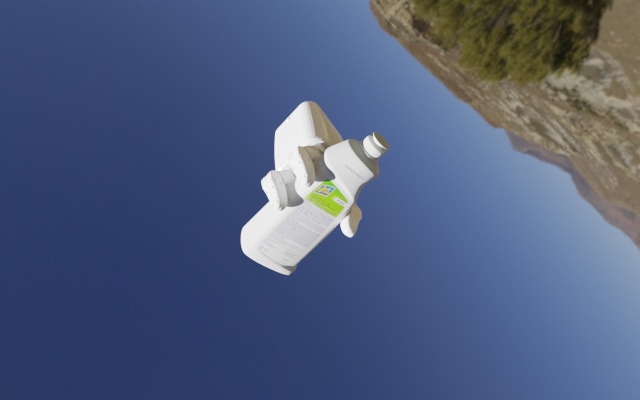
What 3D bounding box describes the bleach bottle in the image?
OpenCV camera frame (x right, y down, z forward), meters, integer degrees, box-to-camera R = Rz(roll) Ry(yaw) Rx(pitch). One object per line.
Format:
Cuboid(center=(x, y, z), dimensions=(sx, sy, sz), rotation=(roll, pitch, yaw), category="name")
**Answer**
Cuboid(center=(0.000, 0.002, 0.664), dimensions=(0.102, 0.068, 0.251), rotation=(30, -58, -31), category="bleach bottle")
